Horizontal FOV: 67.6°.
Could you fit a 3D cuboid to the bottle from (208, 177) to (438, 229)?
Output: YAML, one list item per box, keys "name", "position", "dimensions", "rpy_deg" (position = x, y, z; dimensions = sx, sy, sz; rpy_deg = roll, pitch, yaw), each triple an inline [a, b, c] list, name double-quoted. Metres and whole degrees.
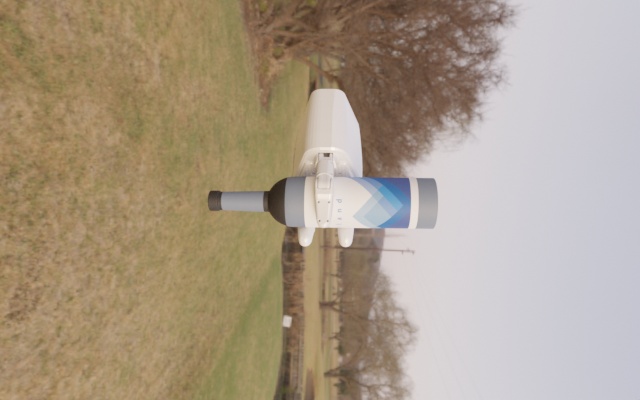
- name: "bottle"
  position: [0.000, 0.002, 0.629]
  dimensions: [0.296, 0.069, 0.069]
  rpy_deg: [1, 0, 3]
